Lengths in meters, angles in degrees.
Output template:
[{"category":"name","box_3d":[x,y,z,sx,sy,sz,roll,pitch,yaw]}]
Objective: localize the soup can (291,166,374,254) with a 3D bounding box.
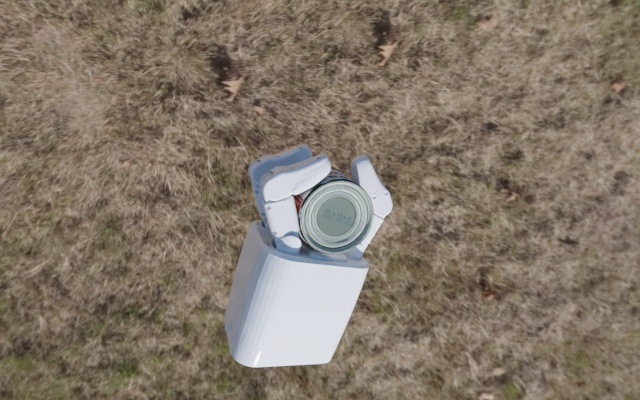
[{"category":"soup can","box_3d":[0.000,0.001,0.442,0.068,0.068,0.102,0,15,-17]}]
